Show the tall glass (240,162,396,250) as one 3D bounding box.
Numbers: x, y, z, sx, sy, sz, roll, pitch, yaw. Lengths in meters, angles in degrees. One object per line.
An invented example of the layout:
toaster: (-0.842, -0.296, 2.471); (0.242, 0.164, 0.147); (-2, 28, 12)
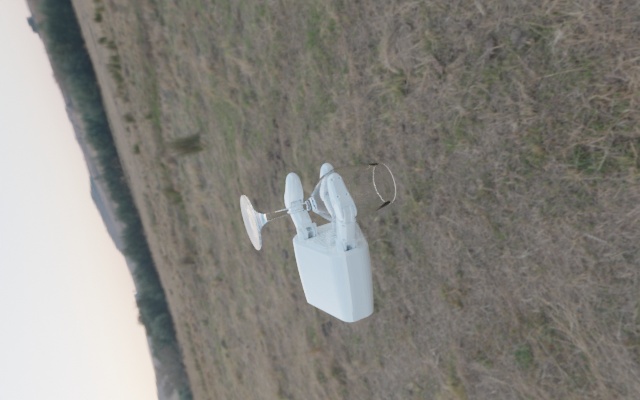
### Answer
tall glass: (-0.001, 0.002, 0.642); (0.201, 0.079, 0.079); (-17, 6, -20)
